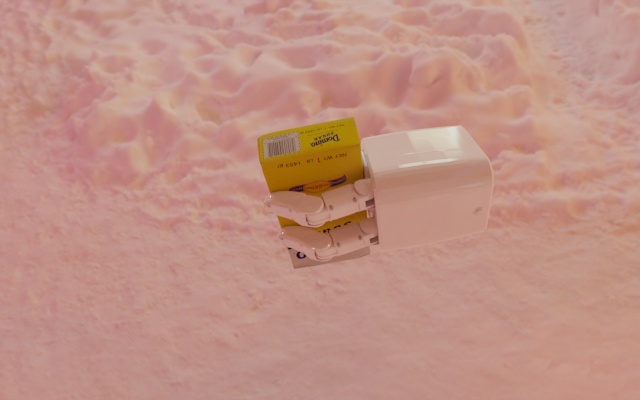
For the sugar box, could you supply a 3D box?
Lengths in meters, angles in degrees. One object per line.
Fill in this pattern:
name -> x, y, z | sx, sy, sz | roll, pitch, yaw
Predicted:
sugar box -> 0.000, 0.002, 0.492 | 0.093, 0.048, 0.176 | -10, -43, 2
